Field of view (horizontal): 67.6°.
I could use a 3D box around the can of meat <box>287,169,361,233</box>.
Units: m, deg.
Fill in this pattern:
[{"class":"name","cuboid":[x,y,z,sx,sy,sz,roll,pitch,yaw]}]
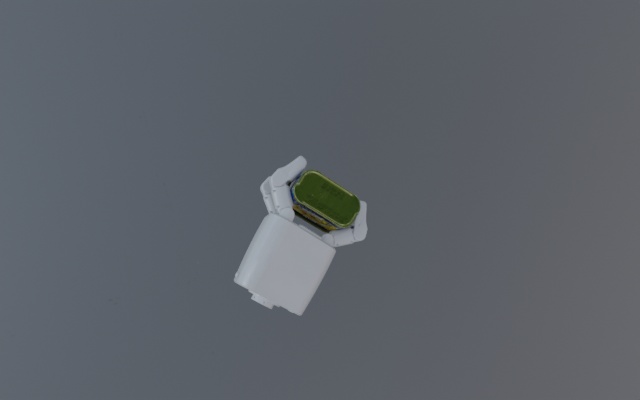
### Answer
[{"class":"can of meat","cuboid":[0.000,0.002,0.688,0.102,0.057,0.084,31,-13,-9]}]
